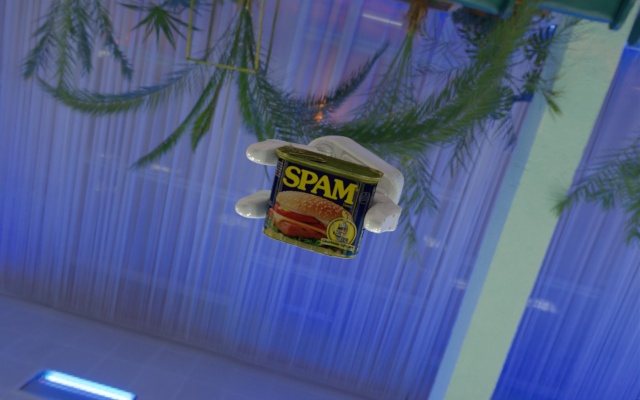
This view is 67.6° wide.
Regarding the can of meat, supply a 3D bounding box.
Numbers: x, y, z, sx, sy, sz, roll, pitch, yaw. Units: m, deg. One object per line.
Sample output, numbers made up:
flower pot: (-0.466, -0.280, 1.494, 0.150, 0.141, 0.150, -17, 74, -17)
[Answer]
can of meat: (0.000, 0.002, 0.461, 0.102, 0.084, 0.057, 17, 14, 9)
